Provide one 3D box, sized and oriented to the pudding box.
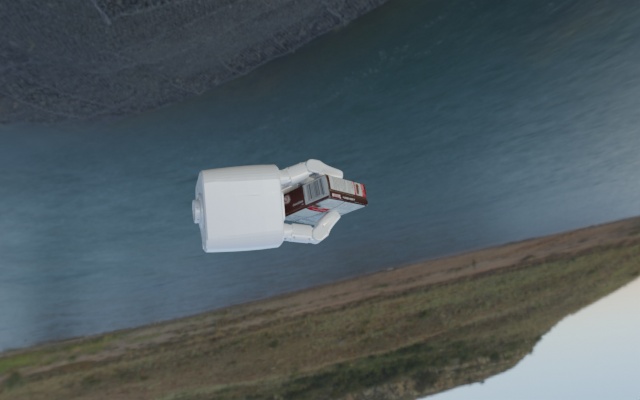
[{"bbox_3d":[0.000,0.003,0.721,0.113,0.039,0.090,-22,-21,39],"label":"pudding box"}]
